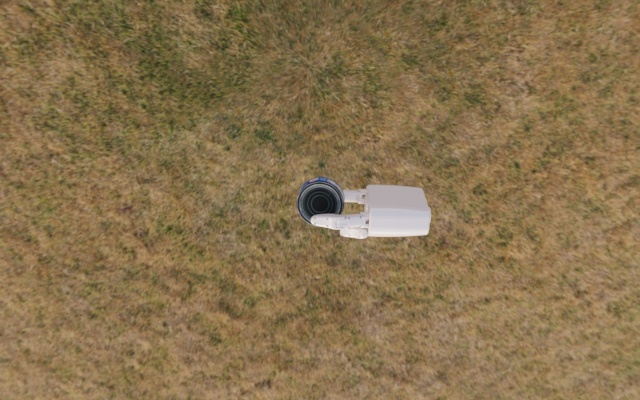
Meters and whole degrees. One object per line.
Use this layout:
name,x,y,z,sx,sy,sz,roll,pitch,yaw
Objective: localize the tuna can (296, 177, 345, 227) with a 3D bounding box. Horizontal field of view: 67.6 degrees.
tuna can,0.000,0.003,0.851,0.086,0.086,0.033,0,16,5
